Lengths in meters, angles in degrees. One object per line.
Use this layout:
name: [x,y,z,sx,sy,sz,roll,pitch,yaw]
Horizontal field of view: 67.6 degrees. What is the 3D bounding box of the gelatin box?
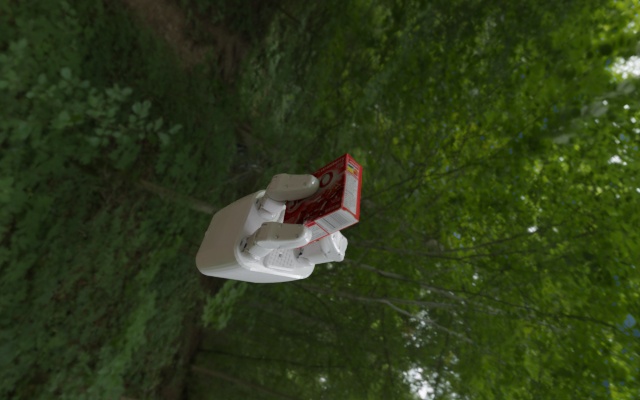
gelatin box: [0.001,0.002,0.497,0.089,0.073,0.030,-27,-51,36]
